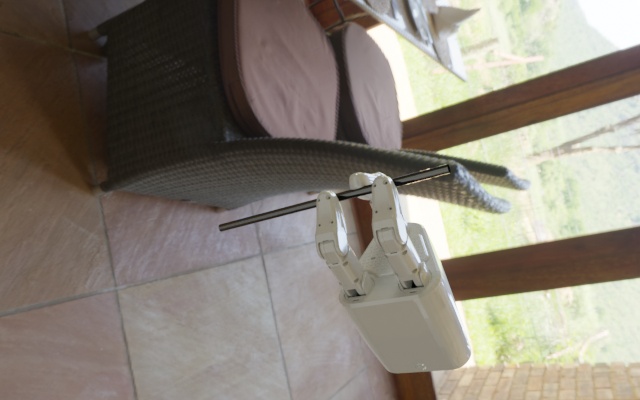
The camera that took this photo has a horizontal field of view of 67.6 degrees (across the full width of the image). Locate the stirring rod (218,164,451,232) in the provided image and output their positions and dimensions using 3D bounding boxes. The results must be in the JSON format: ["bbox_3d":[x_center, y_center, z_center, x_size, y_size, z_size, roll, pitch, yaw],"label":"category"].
[{"bbox_3d":[0.000,0.002,0.439,0.239,0.011,0.011,-15,-7,28],"label":"stirring rod"}]
